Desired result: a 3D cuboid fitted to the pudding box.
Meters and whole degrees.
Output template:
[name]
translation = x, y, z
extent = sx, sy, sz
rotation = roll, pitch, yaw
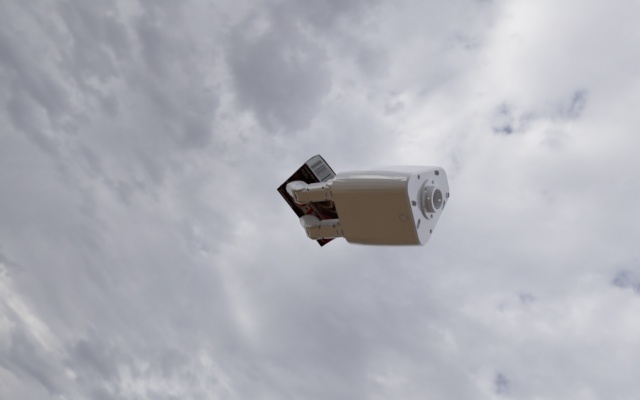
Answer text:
[pudding box]
translation = 0.000, 0.002, 0.686
extent = 0.039, 0.113, 0.090
rotation = -35, -1, -41
